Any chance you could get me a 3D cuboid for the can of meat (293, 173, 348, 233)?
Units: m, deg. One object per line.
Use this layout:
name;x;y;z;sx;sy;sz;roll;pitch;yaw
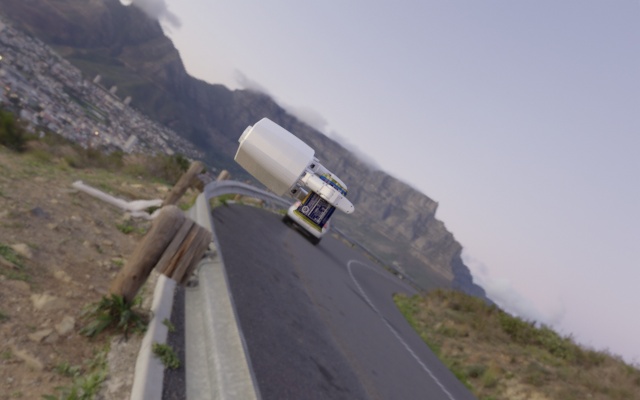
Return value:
can of meat;0.000;0.002;0.814;0.057;0.084;0.102;36;-1;-4
